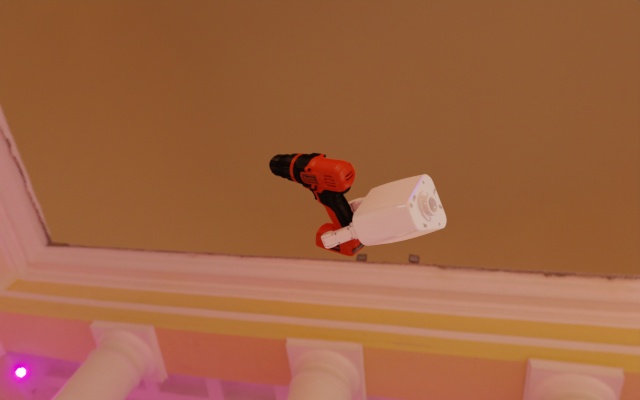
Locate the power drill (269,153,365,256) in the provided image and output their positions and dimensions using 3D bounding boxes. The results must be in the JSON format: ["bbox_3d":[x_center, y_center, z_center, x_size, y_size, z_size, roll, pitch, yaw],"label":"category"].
[{"bbox_3d":[0.001,0.003,0.836,0.184,0.188,0.057,13,46,44],"label":"power drill"}]
